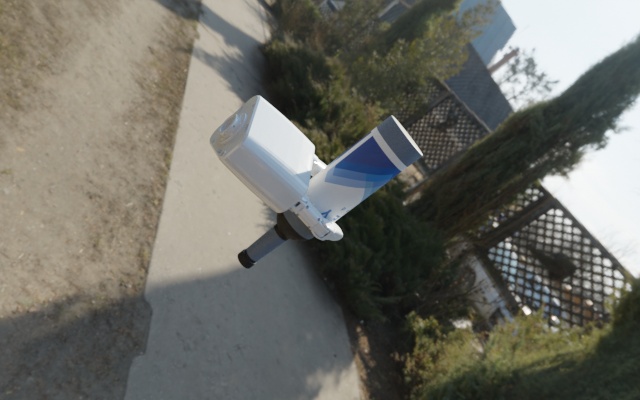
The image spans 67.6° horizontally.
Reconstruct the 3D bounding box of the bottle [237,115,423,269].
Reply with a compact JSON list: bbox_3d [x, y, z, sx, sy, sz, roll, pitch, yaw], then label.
[{"bbox_3d":[0.000,0.002,0.656,0.296,0.069,0.069,-38,-12,16],"label":"bottle"}]
